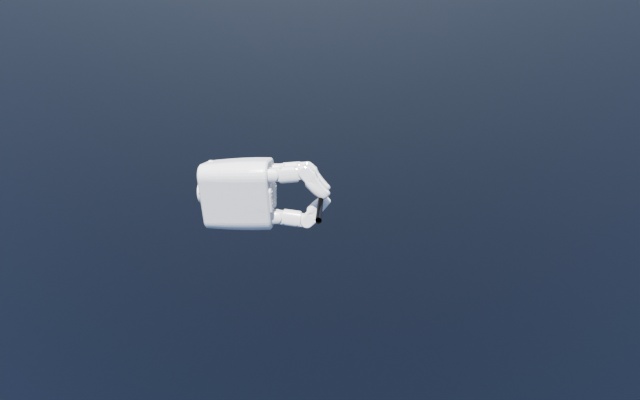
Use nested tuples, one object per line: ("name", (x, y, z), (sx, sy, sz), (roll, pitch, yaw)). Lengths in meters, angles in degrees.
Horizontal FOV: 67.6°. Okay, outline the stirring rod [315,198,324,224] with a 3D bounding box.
("stirring rod", (0.000, 0.002, 0.702), (0.011, 0.011, 0.239), (0, 11, 1))
